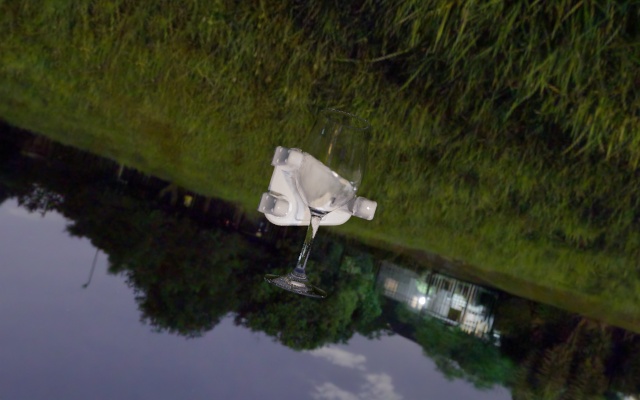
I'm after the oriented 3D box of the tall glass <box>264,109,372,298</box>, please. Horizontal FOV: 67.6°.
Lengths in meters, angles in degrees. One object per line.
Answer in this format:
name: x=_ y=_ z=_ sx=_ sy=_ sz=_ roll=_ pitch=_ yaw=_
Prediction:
tall glass: x=0.000 y=0.002 z=0.542 sx=0.079 sy=0.201 sz=0.079 roll=17 pitch=-2 yaw=0
